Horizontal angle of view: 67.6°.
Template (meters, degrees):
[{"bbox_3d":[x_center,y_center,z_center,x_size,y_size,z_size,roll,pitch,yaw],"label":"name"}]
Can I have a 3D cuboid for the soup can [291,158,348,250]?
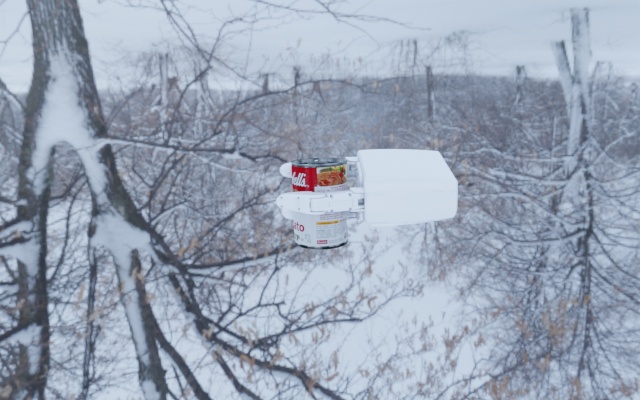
[{"bbox_3d":[0.000,0.002,0.582,0.068,0.102,0.068,-2,12,0],"label":"soup can"}]
